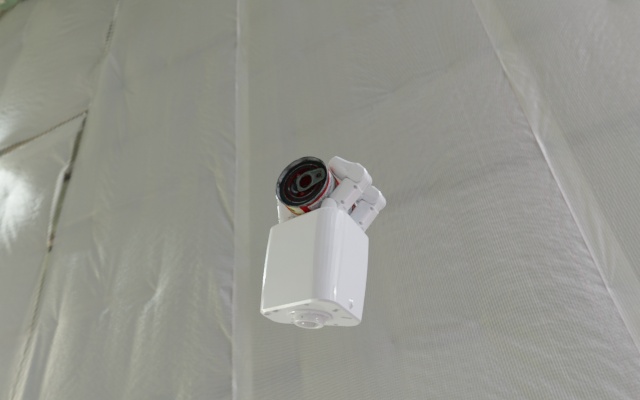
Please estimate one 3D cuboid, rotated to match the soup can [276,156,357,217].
[{"bbox_3d":[0.000,0.002,0.586,0.068,0.068,0.102,0,-29,30],"label":"soup can"}]
